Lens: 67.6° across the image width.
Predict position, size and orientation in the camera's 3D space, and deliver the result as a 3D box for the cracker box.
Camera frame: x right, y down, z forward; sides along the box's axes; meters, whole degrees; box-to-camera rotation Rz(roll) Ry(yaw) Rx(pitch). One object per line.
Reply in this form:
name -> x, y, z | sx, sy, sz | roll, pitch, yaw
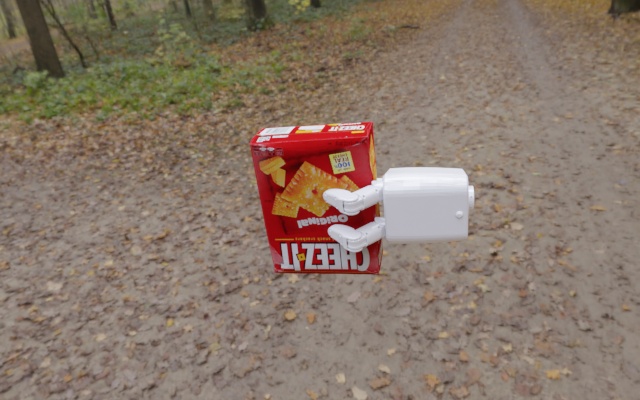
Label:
cracker box -> 0.000, 0.002, 0.685 | 0.164, 0.214, 0.072 | -1, 26, 14
